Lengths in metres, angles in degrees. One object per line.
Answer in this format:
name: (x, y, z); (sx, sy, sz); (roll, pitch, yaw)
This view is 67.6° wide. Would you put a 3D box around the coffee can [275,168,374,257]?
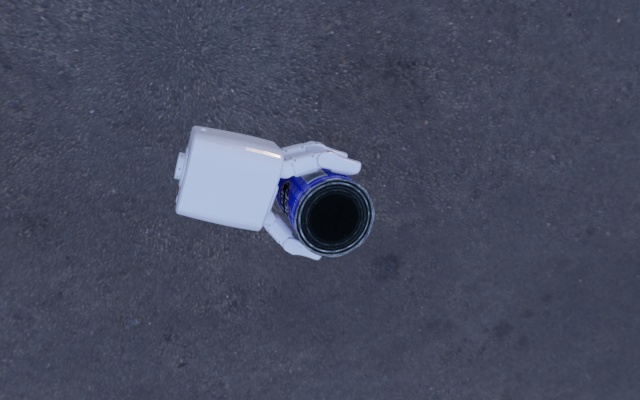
coffee can: (0.000, 0.002, 0.645); (0.103, 0.103, 0.140); (0, 17, -16)
